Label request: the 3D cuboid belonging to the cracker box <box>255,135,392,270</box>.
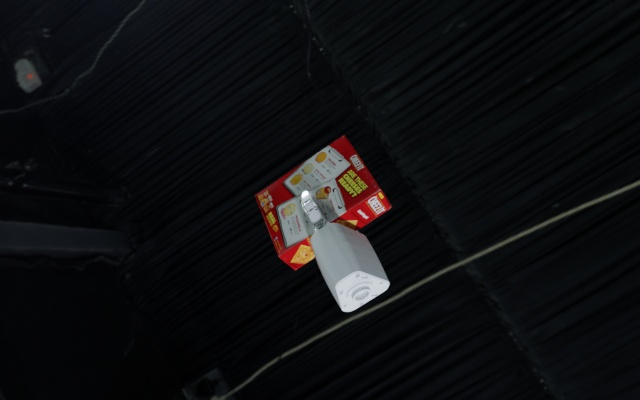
[{"bbox_3d":[0.000,0.003,0.891,0.214,0.164,0.072,-33,-41,6],"label":"cracker box"}]
